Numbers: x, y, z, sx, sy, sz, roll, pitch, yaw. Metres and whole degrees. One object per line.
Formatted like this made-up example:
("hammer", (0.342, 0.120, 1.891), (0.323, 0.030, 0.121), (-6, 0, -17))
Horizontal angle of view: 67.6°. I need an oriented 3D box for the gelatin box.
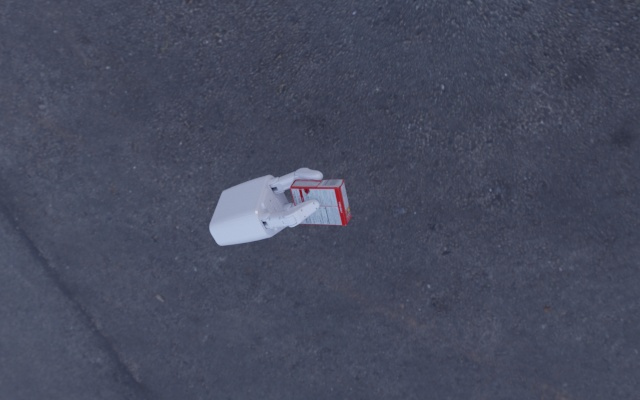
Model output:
("gelatin box", (0.000, 0.003, 0.783), (0.089, 0.073, 0.030), (1, 32, 24))
